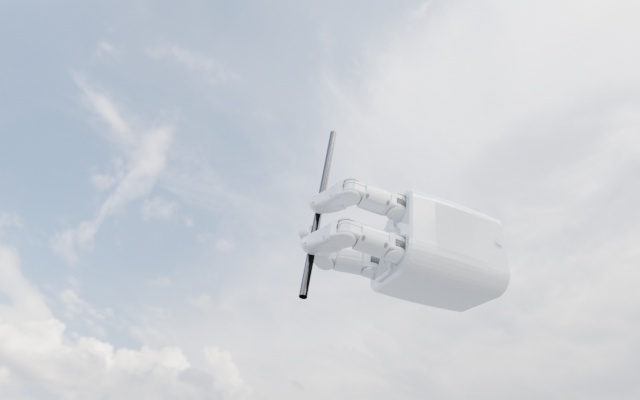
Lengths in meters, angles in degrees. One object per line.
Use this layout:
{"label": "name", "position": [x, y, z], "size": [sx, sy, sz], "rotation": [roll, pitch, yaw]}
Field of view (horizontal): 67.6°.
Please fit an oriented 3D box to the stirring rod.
{"label": "stirring rod", "position": [0.000, 0.002, 0.516], "size": [0.011, 0.239, 0.011], "rotation": [6, -44, 5]}
